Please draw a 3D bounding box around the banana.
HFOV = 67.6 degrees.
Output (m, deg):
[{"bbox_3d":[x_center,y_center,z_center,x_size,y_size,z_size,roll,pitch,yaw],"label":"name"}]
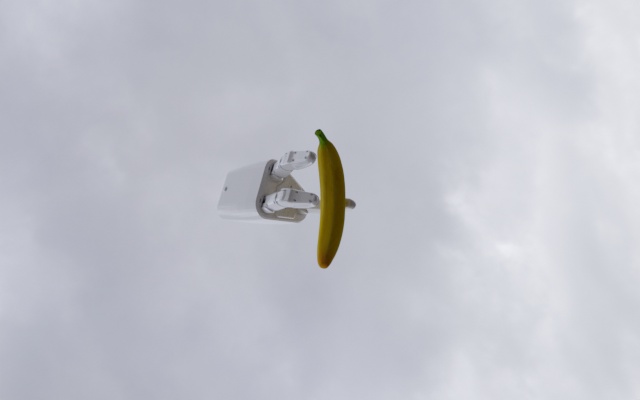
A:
[{"bbox_3d":[0.011,-0.001,0.703,0.037,0.198,0.069,-4,-1,35],"label":"banana"}]
